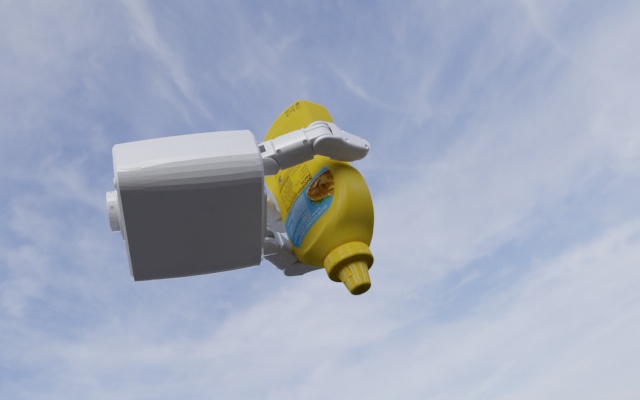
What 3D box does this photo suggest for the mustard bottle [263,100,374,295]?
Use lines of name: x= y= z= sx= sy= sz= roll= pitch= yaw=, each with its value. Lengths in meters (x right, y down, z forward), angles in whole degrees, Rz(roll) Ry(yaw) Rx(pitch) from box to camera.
mustard bottle: x=0.000 y=0.001 z=0.434 sx=0.058 sy=0.191 sz=0.096 roll=10 pitch=-49 yaw=-36
